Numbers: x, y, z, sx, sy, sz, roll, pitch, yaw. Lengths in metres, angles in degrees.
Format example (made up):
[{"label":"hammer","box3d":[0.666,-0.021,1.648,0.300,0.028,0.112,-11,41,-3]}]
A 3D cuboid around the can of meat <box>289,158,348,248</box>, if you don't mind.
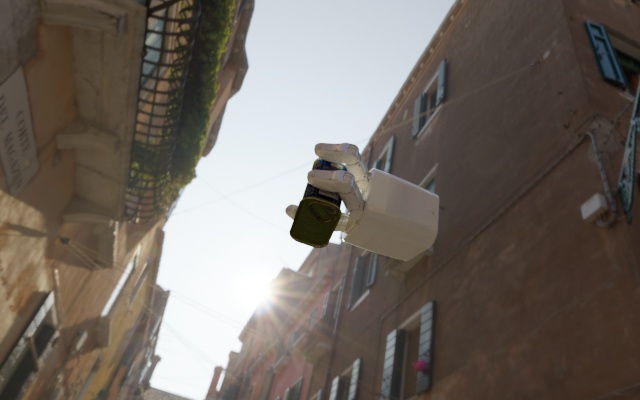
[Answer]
[{"label":"can of meat","box3d":[0.000,0.002,0.666,0.057,0.084,0.102,18,-41,-3]}]
